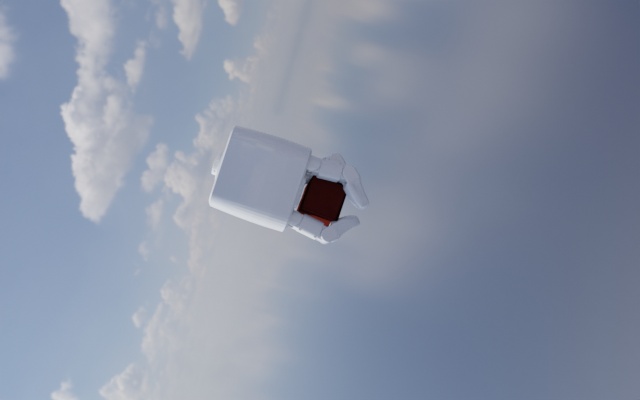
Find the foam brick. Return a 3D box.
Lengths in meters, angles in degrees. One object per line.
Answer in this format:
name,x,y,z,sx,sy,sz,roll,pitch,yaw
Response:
foam brick,0.000,0.002,0.666,0.051,0.053,0.078,21,-16,-6
